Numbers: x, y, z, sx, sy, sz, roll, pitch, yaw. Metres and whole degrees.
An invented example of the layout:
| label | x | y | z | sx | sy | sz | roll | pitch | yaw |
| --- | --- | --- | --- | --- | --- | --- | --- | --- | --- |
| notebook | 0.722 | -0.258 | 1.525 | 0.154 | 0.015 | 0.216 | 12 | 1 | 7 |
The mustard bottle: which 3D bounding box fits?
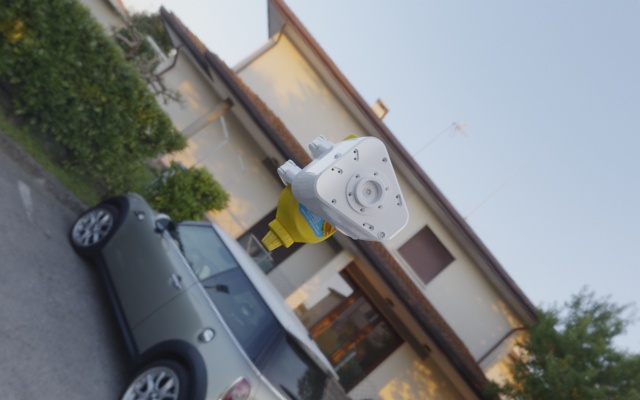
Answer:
| label | x | y | z | sx | sy | sz | roll | pitch | yaw |
| --- | --- | --- | --- | --- | --- | --- | --- | --- | --- |
| mustard bottle | 0.000 | 0.002 | 0.654 | 0.191 | 0.096 | 0.058 | -39 | 35 | -10 |
